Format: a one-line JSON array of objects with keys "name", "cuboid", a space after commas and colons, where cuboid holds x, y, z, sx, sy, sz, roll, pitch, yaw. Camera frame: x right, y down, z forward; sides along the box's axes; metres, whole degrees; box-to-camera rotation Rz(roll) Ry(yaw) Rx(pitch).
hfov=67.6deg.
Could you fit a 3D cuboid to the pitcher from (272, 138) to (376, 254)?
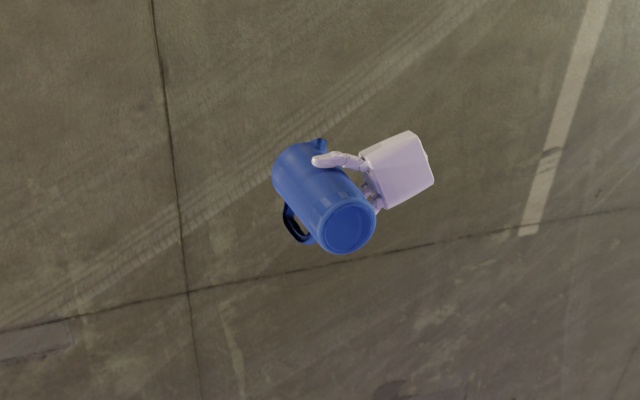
[{"name": "pitcher", "cuboid": [0.000, 0.003, 0.882, 0.145, 0.149, 0.242, -25, 33, -8]}]
